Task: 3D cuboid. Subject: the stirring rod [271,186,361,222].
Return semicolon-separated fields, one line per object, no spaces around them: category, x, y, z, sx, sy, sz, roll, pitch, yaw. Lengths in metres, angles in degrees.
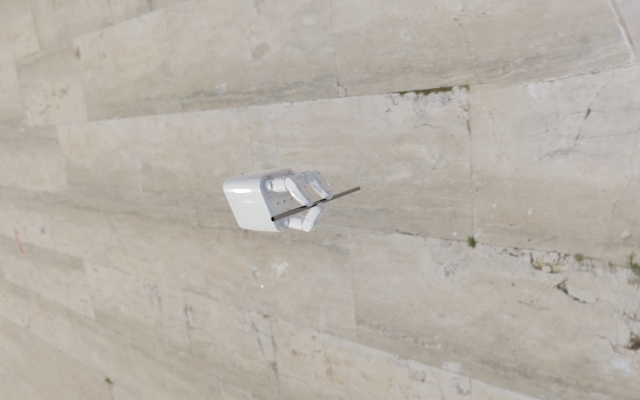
stirring rod;0.000;0.003;0.816;0.011;0.011;0.239;0;12;38
